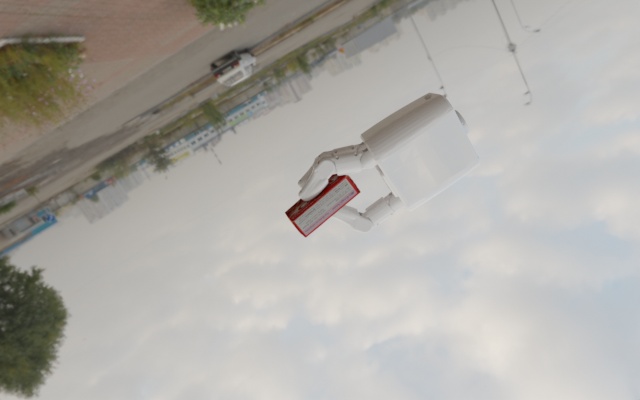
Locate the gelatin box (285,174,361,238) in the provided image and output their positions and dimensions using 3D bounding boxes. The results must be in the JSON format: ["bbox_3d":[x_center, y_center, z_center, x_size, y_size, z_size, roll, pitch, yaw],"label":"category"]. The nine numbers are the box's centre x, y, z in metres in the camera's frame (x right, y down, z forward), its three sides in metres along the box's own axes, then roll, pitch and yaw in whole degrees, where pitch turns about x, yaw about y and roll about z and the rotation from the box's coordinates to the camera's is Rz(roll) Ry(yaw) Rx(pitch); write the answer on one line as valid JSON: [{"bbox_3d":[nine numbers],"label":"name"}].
[{"bbox_3d":[0.000,0.003,0.599,0.089,0.030,0.073,-41,13,-4],"label":"gelatin box"}]
